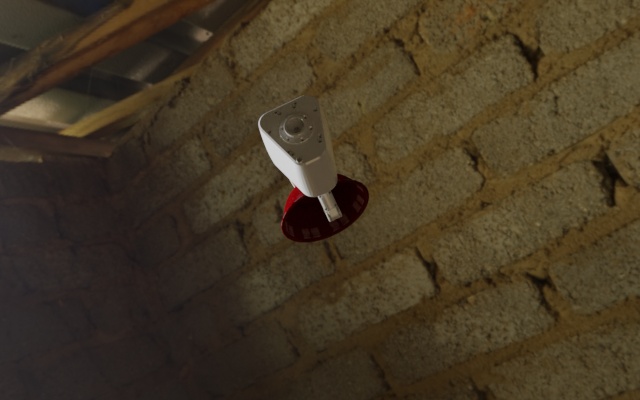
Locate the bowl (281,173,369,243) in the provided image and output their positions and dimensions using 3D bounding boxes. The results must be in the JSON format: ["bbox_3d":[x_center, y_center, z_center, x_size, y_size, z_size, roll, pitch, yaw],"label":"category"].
[{"bbox_3d":[0.000,0.003,0.826,0.162,0.055,0.162,-18,-35,-13],"label":"bowl"}]
